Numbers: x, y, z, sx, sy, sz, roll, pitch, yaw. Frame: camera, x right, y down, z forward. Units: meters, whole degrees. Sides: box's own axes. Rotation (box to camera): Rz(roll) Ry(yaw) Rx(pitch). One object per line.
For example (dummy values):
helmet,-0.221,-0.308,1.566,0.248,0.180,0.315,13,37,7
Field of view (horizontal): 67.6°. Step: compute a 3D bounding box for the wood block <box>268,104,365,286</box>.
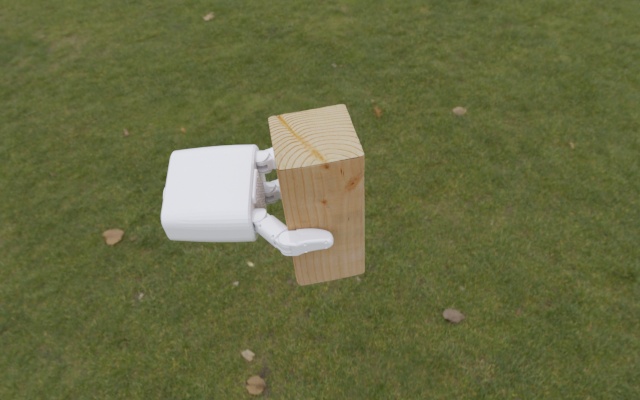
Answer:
wood block,0.000,0.002,0.571,0.090,0.090,0.206,-10,-43,-4
